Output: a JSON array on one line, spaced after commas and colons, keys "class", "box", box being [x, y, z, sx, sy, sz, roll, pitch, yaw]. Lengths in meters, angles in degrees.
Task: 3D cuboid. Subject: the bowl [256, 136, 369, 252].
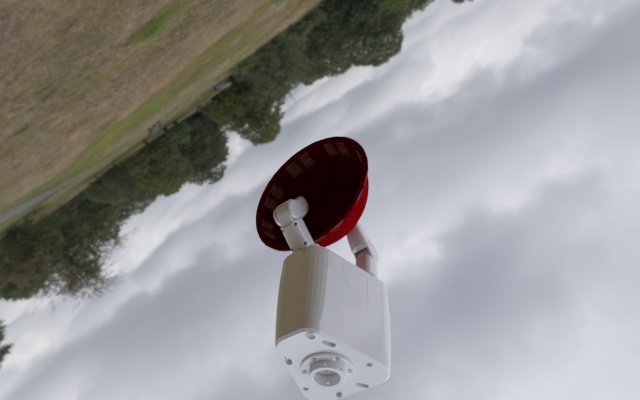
[{"class": "bowl", "box": [0.001, 0.001, 0.577, 0.162, 0.162, 0.055, 0, -33, 43]}]
